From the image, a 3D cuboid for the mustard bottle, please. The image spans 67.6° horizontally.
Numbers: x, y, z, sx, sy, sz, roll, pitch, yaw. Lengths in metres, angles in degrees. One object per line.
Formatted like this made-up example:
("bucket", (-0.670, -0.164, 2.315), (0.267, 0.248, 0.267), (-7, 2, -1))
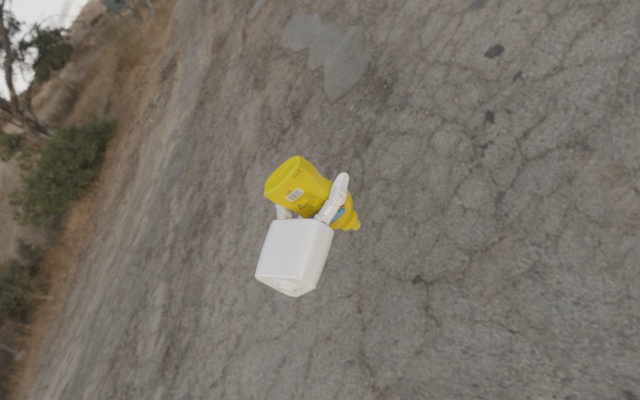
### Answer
("mustard bottle", (0.000, 0.002, 0.855), (0.192, 0.058, 0.096), (34, -56, -28))
